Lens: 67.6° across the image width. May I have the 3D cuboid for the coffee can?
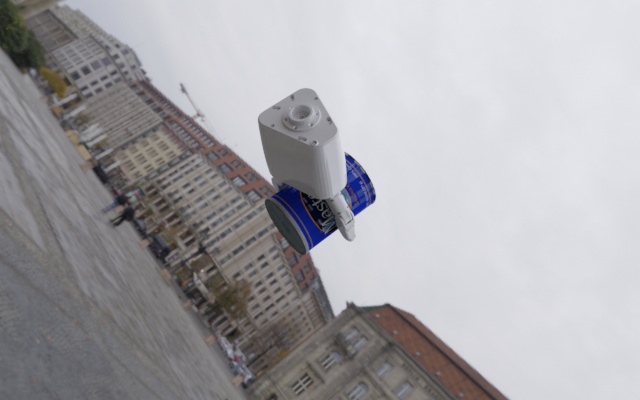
[{"bbox_3d":[0.000,0.003,0.739,0.140,0.103,0.103,-36,12,-18],"label":"coffee can"}]
